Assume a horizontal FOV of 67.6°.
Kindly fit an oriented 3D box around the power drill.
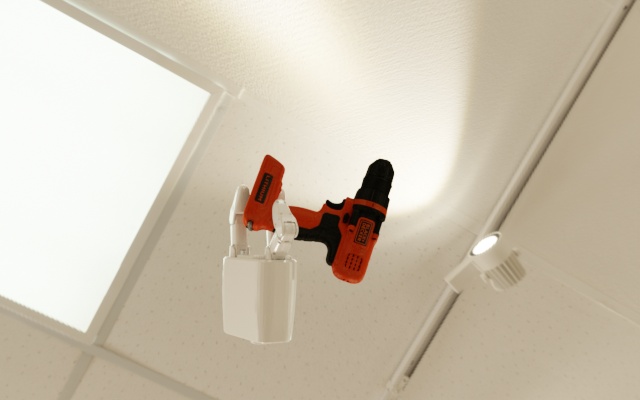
[{"bbox_3d":[0.000,0.002,0.662,0.187,0.184,0.057,19,-17,0],"label":"power drill"}]
